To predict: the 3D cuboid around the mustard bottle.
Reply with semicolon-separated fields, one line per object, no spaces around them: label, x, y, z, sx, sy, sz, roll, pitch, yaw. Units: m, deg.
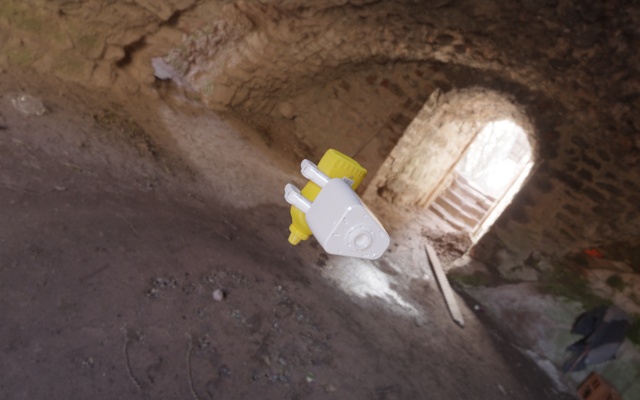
mustard bottle;0.000;0.003;0.884;0.096;0.192;0.058;21;18;-49
